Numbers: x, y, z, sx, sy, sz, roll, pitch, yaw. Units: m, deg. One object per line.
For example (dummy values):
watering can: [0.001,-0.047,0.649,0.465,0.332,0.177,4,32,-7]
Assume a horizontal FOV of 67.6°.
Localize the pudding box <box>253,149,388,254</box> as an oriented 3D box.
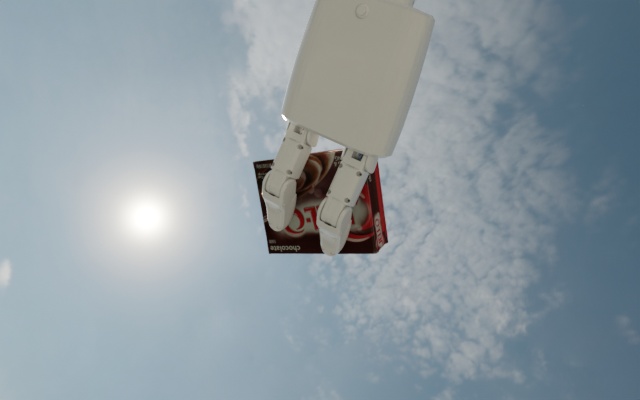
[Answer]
pudding box: [0.000,0.001,0.432,0.113,0.090,0.039,-3,10,30]
